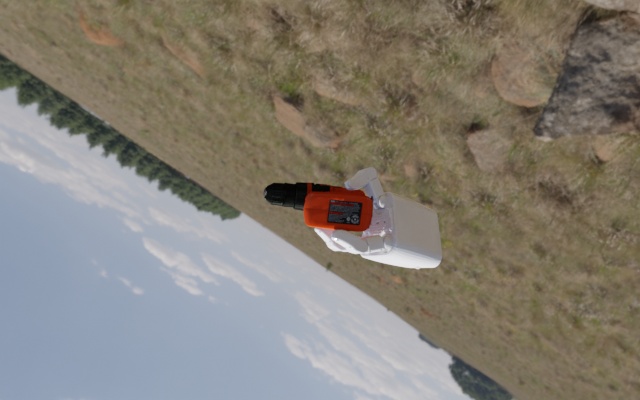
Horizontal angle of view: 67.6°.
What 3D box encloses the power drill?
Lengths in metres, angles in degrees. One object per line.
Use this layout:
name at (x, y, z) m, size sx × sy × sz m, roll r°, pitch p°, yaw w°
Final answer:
power drill at (0.000, 0.003, 0.790) m, size 0.184 × 0.057 × 0.187 m, roll 4°, pitch 8°, yaw -9°
